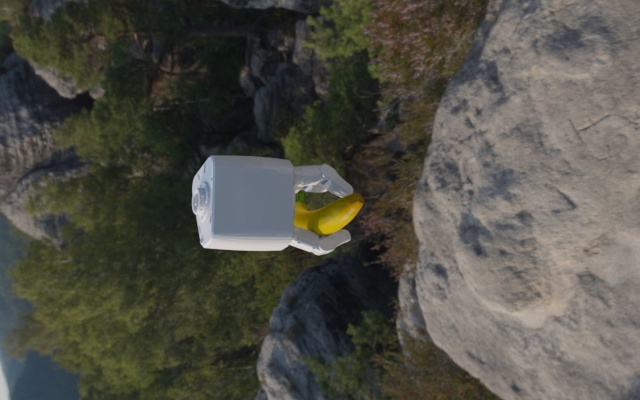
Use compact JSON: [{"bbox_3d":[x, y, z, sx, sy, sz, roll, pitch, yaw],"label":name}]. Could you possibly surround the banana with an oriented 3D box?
[{"bbox_3d":[-0.006,0.020,0.665,0.037,0.069,0.198,18,-6,-26],"label":"banana"}]
